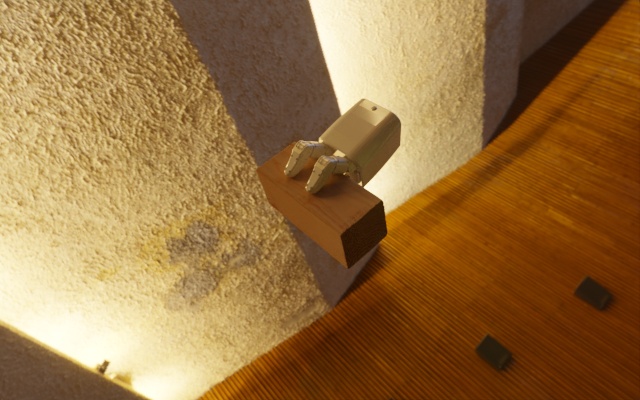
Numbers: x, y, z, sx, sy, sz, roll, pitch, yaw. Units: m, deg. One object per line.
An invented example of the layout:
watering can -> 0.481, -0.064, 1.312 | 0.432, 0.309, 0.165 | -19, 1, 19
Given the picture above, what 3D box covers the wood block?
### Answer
wood block -> 0.000, 0.002, 0.771 | 0.090, 0.091, 0.206 | -39, 52, -19
